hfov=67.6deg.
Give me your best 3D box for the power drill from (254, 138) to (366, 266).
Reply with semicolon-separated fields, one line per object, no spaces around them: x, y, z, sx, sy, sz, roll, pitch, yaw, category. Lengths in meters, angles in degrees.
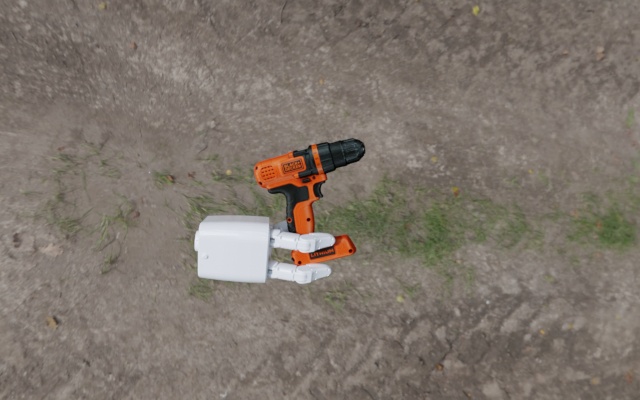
0.000;0.003;0.778;0.184;0.187;0.057;-15;0;7;power drill
